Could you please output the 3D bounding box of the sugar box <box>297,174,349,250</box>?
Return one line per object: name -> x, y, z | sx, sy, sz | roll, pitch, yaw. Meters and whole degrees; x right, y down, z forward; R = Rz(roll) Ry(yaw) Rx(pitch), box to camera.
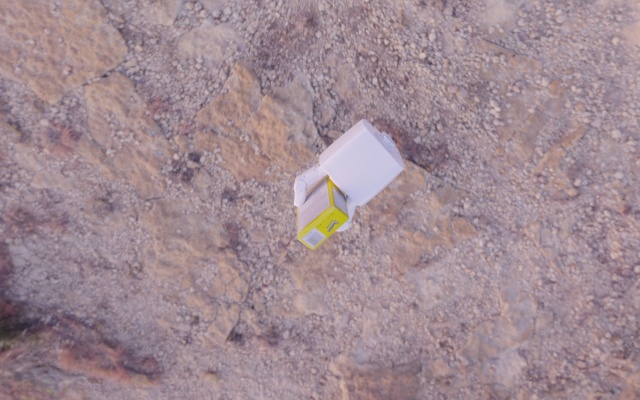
sugar box -> 0.001, 0.003, 0.882 | 0.048, 0.093, 0.176 | 40, 22, -21
